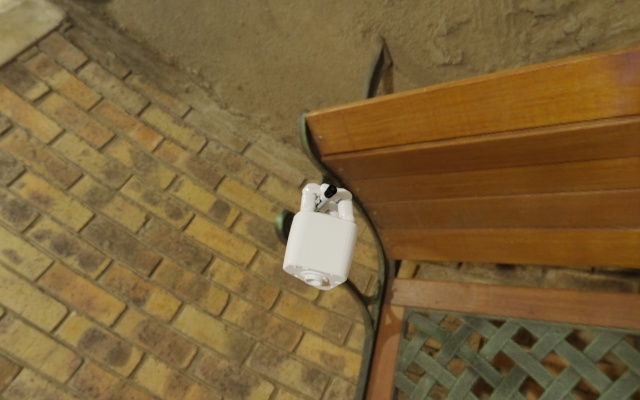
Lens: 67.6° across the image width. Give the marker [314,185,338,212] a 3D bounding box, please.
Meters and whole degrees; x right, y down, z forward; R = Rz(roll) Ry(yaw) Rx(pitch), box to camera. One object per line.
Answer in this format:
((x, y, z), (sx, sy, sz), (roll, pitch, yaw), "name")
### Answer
((0.000, 0.003, 0.879), (0.020, 0.020, 0.121), (0, -24, -25), "marker")
